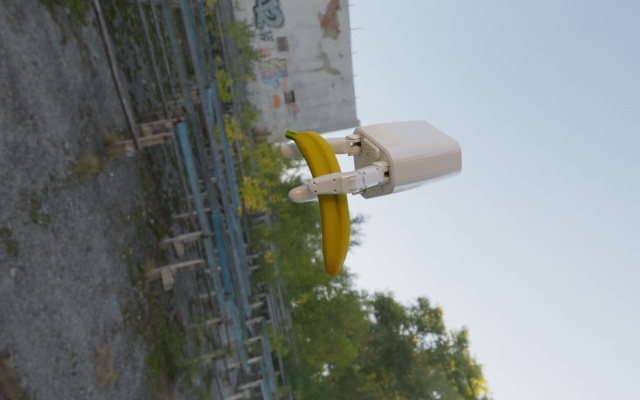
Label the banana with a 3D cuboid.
[{"bbox_3d":[0.007,-0.005,0.597,0.037,0.198,0.069,-13,-5,-27],"label":"banana"}]
